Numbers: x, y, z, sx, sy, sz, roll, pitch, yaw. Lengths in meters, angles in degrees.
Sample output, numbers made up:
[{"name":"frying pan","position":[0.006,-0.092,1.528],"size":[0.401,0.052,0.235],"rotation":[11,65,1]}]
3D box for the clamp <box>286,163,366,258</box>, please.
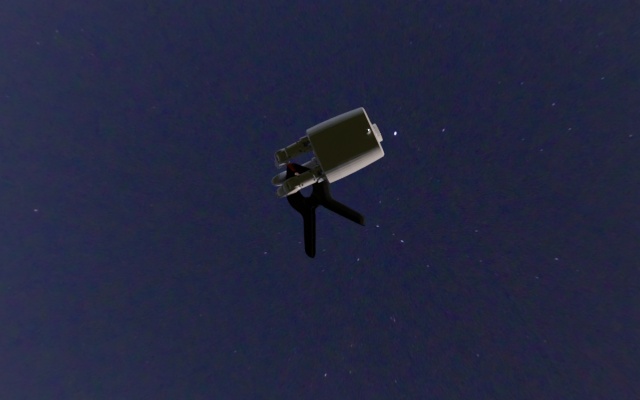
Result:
[{"name":"clamp","position":[0.000,0.003,0.842],"size":[0.120,0.171,0.039],"rotation":[-24,-5,6]}]
